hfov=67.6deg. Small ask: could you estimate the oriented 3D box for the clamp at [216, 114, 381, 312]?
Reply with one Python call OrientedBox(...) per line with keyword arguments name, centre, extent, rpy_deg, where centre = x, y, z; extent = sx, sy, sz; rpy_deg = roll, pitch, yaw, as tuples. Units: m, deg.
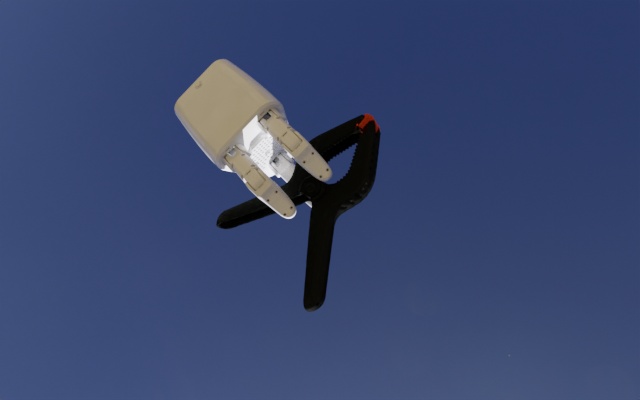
OrientedBox(name="clamp", centre=(0.001, 0.001, 0.516), extent=(0.164, 0.210, 0.036), rpy_deg=(45, 3, 28))
